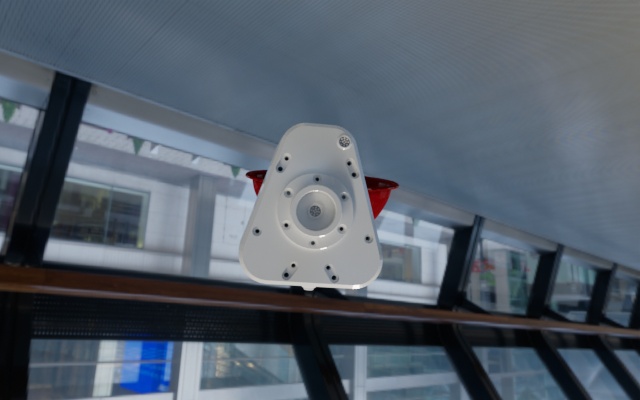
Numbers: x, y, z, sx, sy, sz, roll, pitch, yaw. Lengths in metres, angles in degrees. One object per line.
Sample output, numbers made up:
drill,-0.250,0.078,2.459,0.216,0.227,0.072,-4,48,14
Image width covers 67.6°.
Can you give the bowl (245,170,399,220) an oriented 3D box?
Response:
bowl,0.000,0.002,0.511,0.162,0.055,0.162,4,8,-1
